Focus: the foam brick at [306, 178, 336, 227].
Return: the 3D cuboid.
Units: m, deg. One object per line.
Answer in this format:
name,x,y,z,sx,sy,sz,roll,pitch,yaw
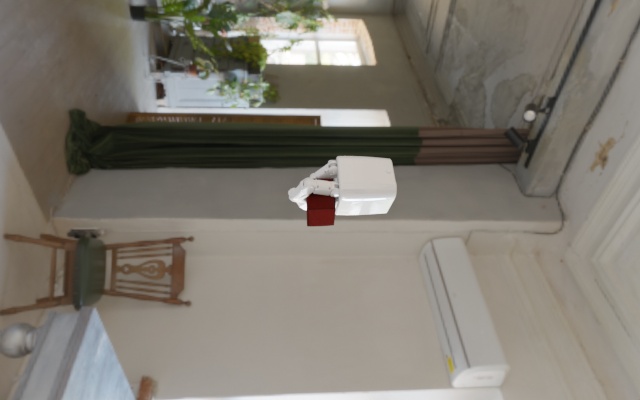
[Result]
foam brick,0.000,0.003,0.896,0.051,0.078,0.053,1,-39,-4
